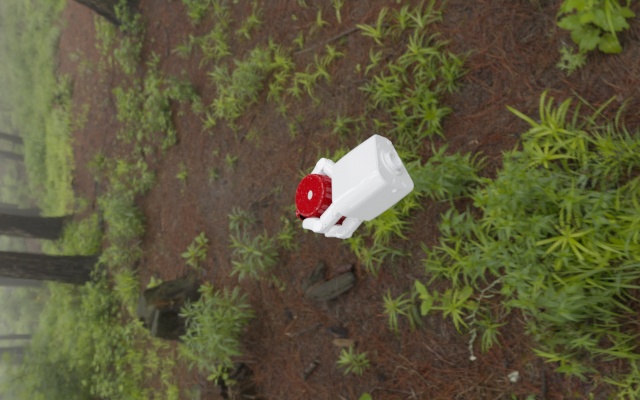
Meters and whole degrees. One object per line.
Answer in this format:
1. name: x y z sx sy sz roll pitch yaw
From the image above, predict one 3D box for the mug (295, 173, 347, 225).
1. mug: -0.001 0.004 0.894 0.081 0.093 0.117 15 -41 -41
